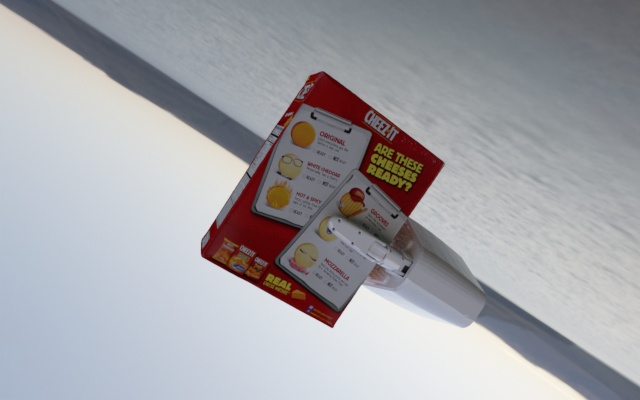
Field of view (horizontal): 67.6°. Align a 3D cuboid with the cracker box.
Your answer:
[{"bbox_3d":[0.000,0.002,0.505,0.164,0.213,0.072,33,2,-19],"label":"cracker box"}]
